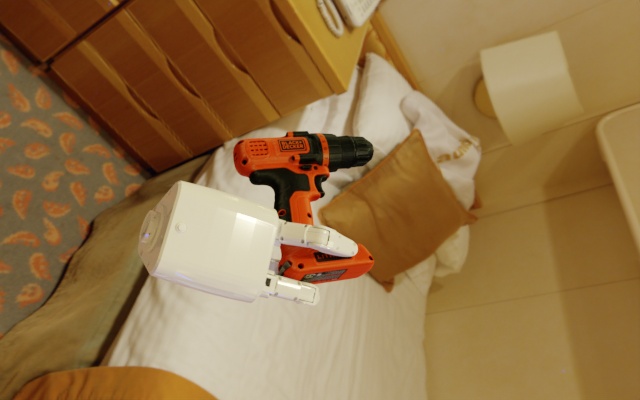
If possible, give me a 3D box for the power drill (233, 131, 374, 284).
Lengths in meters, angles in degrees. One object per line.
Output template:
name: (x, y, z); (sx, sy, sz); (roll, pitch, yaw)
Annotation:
power drill: (0.000, 0.002, 0.570); (0.184, 0.187, 0.057); (-6, -27, -21)
